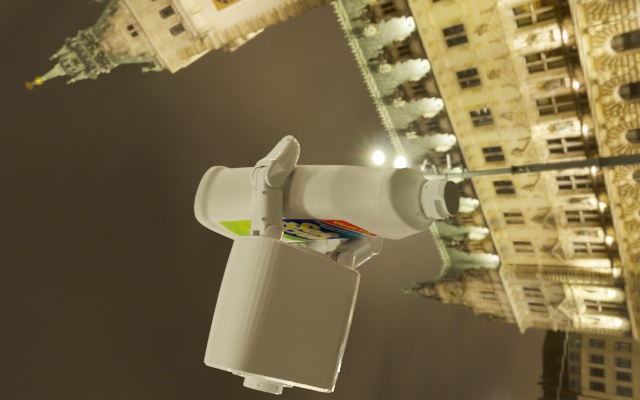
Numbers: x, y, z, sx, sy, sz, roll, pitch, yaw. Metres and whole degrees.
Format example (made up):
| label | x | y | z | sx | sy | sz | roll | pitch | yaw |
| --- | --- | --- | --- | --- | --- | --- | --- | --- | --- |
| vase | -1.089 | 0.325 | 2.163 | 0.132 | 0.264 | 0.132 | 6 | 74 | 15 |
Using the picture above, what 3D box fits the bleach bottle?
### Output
| label | x | y | z | sx | sy | sz | roll | pitch | yaw |
| --- | --- | --- | --- | --- | --- | --- | --- | --- | --- |
| bleach bottle | 0.000 | 0.001 | 0.441 | 0.251 | 0.068 | 0.103 | -4 | -25 | 40 |
